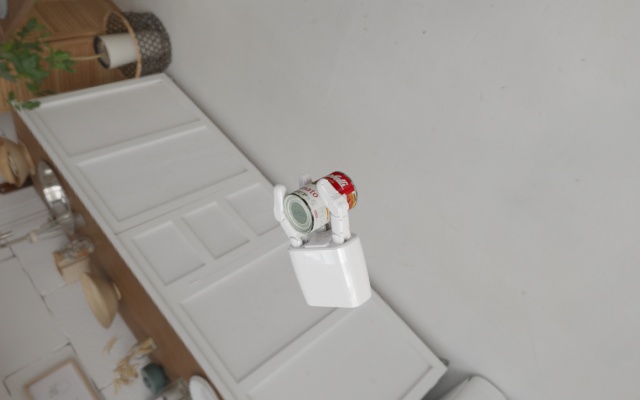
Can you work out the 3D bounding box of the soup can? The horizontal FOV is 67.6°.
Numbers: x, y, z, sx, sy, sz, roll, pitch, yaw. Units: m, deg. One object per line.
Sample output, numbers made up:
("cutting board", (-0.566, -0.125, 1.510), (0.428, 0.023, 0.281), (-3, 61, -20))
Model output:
("soup can", (0.000, 0.002, 0.749), (0.102, 0.068, 0.068), (-28, 18, -37))
